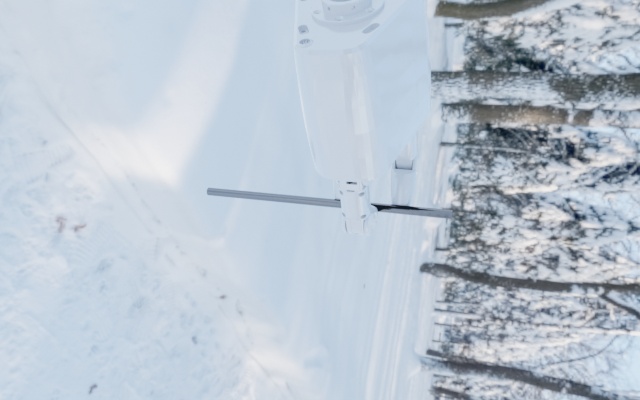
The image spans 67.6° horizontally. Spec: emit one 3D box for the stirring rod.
[{"bbox_3d":[0.000,0.001,0.450,0.239,0.011,0.011,5,2,18],"label":"stirring rod"}]
